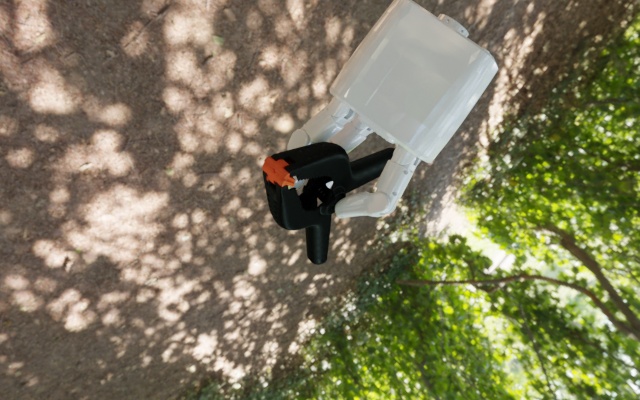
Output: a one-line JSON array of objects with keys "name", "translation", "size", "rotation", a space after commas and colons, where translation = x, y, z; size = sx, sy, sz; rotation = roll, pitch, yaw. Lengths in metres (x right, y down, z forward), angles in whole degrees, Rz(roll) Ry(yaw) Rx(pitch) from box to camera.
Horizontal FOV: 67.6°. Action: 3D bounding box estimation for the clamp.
[{"name": "clamp", "translation": [0.001, 0.002, 0.485], "size": [0.036, 0.164, 0.210], "rotation": [39, 14, 25]}]
